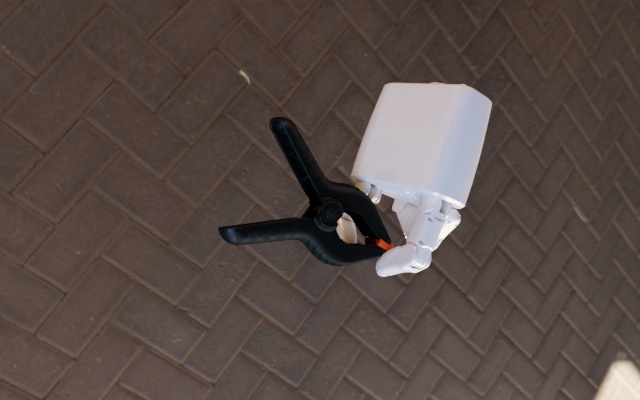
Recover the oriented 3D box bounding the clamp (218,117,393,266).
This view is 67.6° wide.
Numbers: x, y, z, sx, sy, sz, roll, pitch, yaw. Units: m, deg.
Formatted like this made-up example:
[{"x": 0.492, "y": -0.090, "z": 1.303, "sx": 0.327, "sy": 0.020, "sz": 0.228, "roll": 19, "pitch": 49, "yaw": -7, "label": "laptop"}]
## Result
[{"x": 0.000, "y": 0.002, "z": 0.445, "sx": 0.171, "sy": 0.120, "sz": 0.039, "roll": 21, "pitch": -4, "yaw": -30, "label": "clamp"}]
